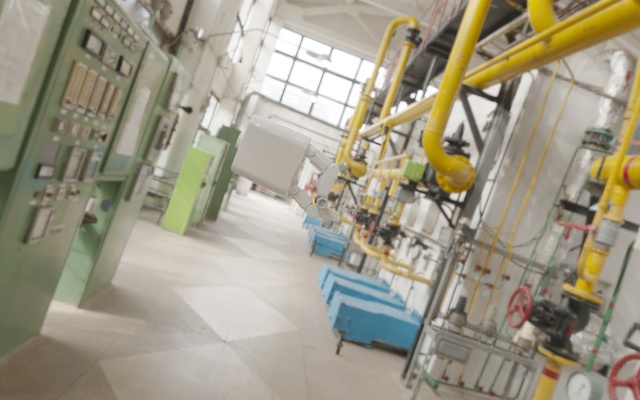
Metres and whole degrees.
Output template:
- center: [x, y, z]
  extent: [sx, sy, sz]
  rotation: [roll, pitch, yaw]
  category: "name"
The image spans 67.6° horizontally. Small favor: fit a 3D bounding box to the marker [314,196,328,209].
- center: [0.000, 0.003, 0.842]
  extent: [0.020, 0.020, 0.121]
  rotation: [0, 2, -3]
  category: "marker"
